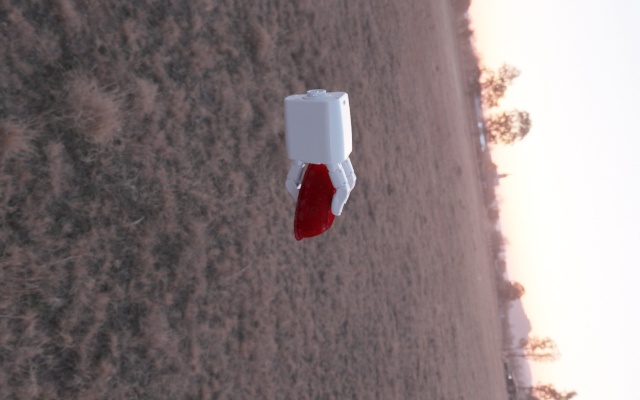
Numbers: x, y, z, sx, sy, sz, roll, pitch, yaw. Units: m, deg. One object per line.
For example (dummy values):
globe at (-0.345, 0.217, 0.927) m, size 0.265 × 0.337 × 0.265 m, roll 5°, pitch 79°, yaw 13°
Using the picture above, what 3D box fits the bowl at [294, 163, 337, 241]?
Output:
bowl at (0.000, 0.004, 0.896) m, size 0.055 × 0.162 × 0.162 m, roll 13°, pitch 2°, yaw 10°
